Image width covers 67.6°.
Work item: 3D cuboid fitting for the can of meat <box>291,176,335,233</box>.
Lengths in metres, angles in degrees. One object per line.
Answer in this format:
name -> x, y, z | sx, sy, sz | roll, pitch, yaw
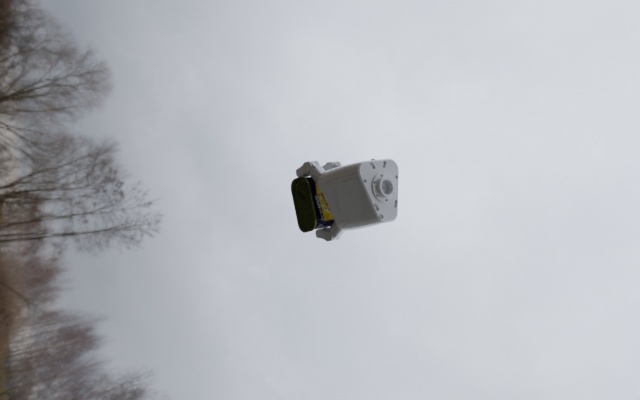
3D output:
can of meat -> 0.000, 0.003, 0.895 | 0.084, 0.102, 0.057 | -8, -6, -36
